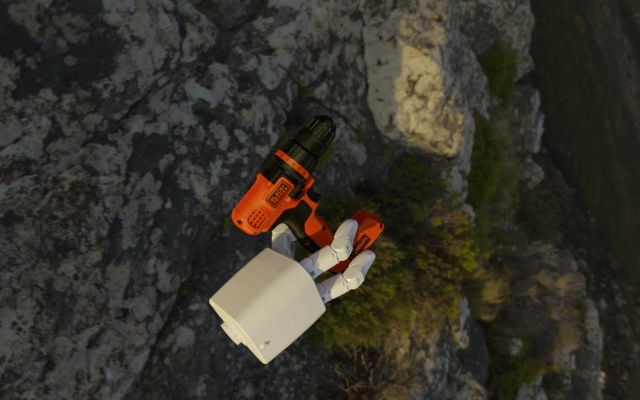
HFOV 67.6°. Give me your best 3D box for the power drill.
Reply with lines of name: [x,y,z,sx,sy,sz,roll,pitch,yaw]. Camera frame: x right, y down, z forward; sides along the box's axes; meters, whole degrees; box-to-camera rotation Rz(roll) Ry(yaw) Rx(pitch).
power drill: [0.000,0.003,0.652,0.188,0.184,0.057,40,0,-27]
